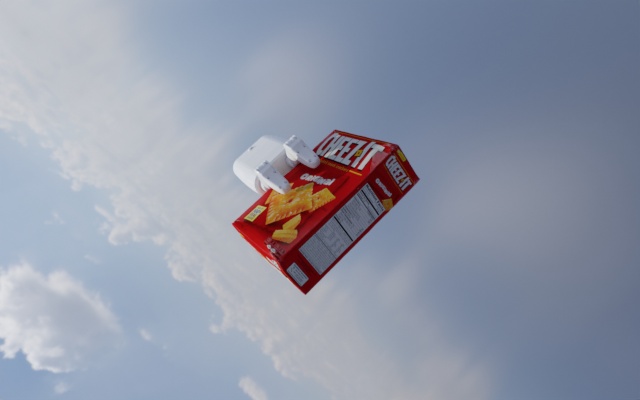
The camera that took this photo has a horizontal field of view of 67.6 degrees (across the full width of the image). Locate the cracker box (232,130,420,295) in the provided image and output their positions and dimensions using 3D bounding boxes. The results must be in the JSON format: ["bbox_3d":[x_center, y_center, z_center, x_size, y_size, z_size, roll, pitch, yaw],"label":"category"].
[{"bbox_3d":[0.000,0.002,0.650,0.213,0.072,0.164,-44,31,-11],"label":"cracker box"}]
